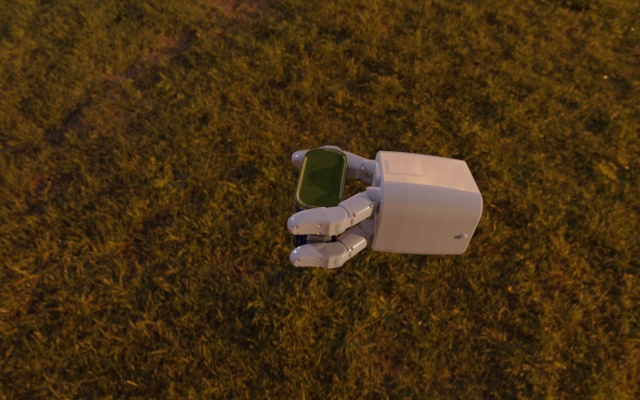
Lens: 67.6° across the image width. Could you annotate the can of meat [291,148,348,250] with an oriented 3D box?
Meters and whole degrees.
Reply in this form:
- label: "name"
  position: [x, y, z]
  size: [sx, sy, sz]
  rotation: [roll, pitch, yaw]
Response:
- label: "can of meat"
  position: [0.000, 0.001, 0.548]
  size: [0.057, 0.102, 0.084]
  rotation: [7, -42, 2]
